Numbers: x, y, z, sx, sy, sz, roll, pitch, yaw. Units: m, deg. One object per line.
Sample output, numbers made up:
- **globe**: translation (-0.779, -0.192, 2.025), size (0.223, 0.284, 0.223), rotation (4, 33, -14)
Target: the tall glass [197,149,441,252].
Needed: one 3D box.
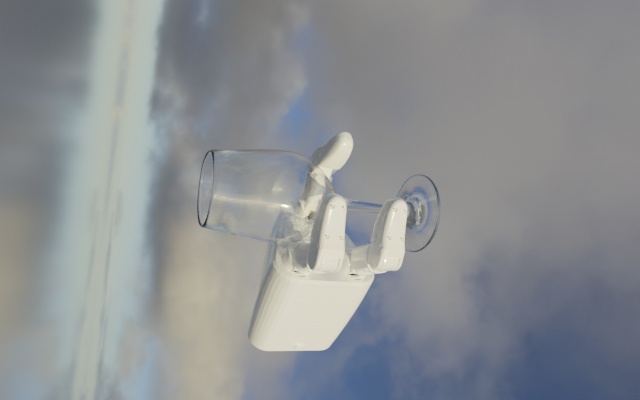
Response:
- **tall glass**: translation (0.001, 0.001, 0.414), size (0.201, 0.079, 0.079), rotation (7, -3, -24)
